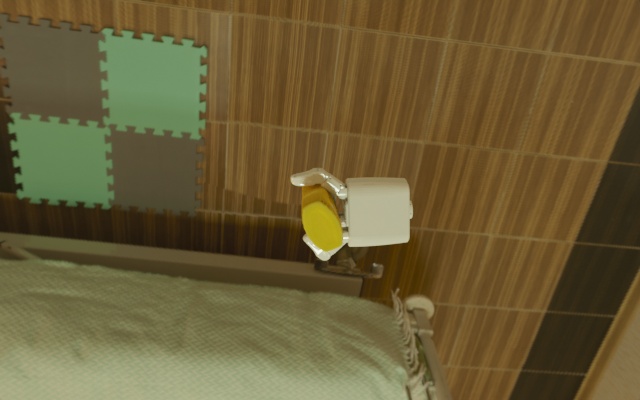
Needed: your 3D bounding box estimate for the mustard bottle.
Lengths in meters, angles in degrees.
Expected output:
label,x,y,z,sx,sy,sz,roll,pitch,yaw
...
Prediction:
label,x,y,z,sx,sy,sz,roll,pitch,yaw
mustard bottle,0.000,0.003,0.847,0.058,0.096,0.191,-24,25,9
